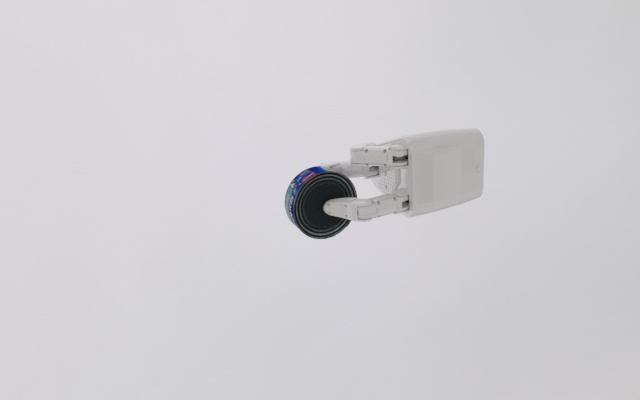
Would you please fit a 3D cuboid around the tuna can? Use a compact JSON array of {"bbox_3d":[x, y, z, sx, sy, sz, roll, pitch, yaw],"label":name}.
[{"bbox_3d":[0.000,0.002,0.583,0.086,0.086,0.033,0,17,-27],"label":"tuna can"}]
